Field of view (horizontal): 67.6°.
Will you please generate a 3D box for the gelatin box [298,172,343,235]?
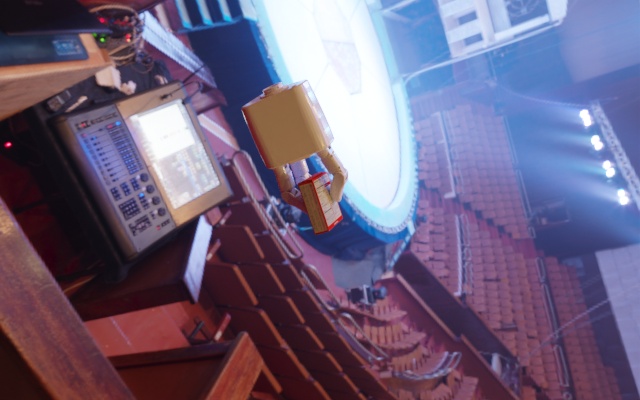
[{"bbox_3d":[0.001,0.003,0.782,0.030,0.089,0.073,-16,8,23],"label":"gelatin box"}]
